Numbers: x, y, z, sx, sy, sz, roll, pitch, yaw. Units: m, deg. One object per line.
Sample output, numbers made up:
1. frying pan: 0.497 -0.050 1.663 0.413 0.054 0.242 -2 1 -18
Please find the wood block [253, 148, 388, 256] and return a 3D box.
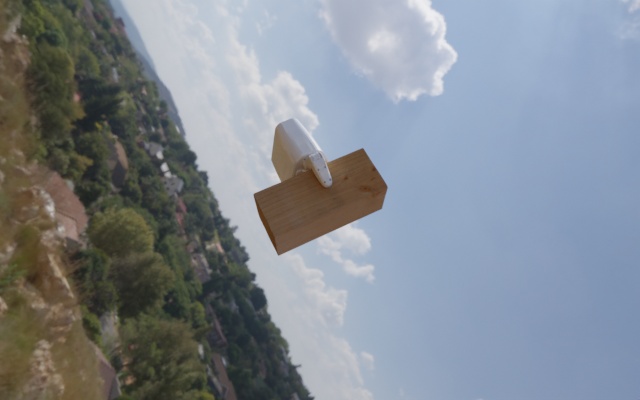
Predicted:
1. wood block: 0.000 0.002 0.824 0.206 0.090 0.091 -24 -24 -11
